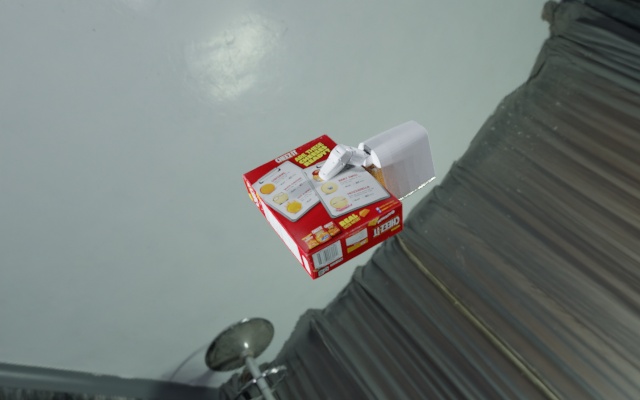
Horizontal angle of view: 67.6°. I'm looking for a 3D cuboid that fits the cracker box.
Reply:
[{"bbox_3d":[0.000,0.002,0.750,0.164,0.072,0.213,-28,47,-17],"label":"cracker box"}]
